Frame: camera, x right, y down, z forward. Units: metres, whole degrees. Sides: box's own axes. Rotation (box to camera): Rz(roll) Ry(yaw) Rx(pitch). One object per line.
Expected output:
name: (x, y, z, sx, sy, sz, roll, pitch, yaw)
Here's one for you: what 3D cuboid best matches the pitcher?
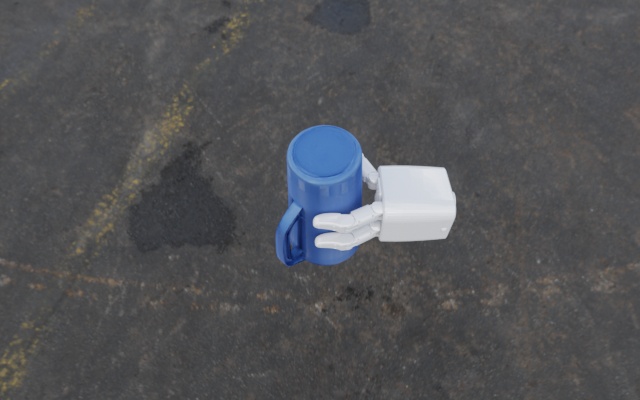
pitcher: (0.000, 0.002, 0.765, 0.145, 0.149, 0.243, 0, -33, 1)
